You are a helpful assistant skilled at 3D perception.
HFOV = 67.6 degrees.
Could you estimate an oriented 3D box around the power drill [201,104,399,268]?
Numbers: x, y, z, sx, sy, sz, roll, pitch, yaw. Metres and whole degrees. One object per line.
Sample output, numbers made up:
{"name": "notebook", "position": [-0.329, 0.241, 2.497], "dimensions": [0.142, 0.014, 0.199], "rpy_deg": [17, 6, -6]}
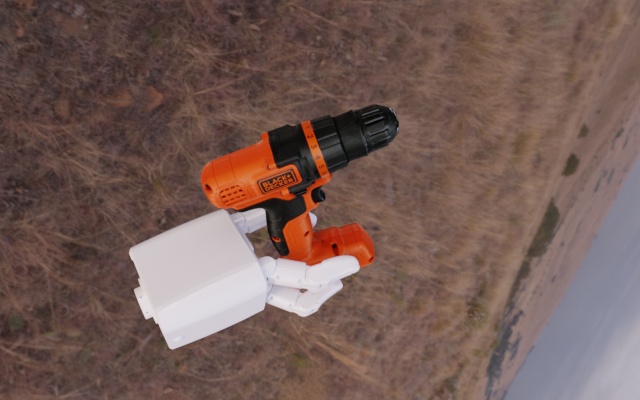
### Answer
{"name": "power drill", "position": [0.000, 0.002, 0.479], "dimensions": [0.184, 0.057, 0.188], "rpy_deg": [-19, -46, 4]}
